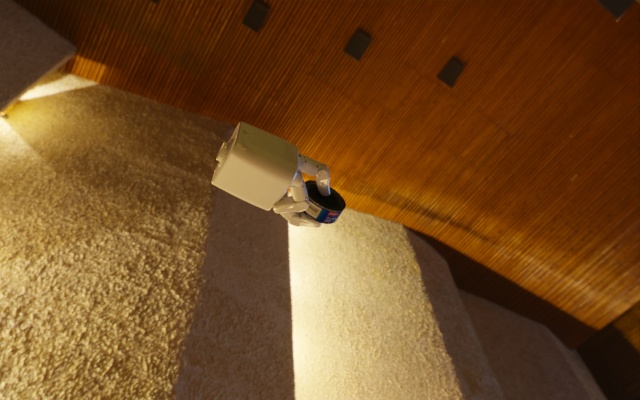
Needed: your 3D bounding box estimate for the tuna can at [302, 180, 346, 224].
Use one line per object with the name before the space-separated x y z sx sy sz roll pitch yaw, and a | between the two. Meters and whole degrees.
tuna can | 0.000 0.003 0.850 0.086 0.034 0.086 24 28 -14
